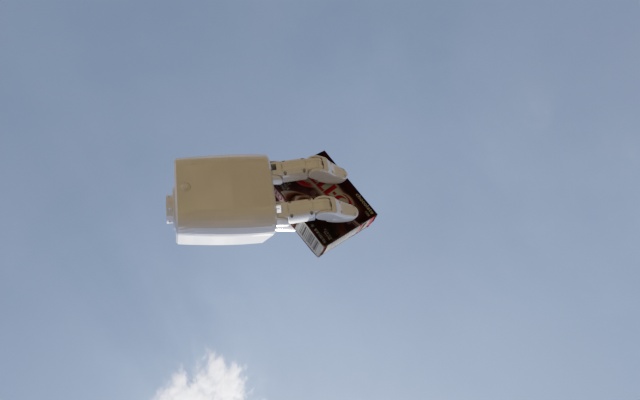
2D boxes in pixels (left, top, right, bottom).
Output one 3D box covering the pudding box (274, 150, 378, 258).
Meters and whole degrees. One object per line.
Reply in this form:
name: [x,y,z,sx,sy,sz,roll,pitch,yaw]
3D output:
pudding box: [0.000,0.002,0.590,0.090,0.113,0.039,-29,-16,-30]
